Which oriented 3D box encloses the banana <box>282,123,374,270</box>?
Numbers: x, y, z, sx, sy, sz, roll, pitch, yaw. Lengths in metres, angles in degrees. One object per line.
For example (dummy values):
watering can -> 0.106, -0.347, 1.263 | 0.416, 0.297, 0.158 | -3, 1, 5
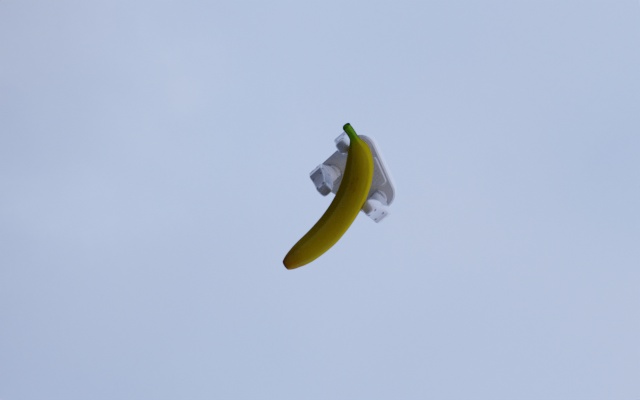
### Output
banana -> 0.018, 0.005, 0.595 | 0.069, 0.198, 0.037 | 20, 12, -17
